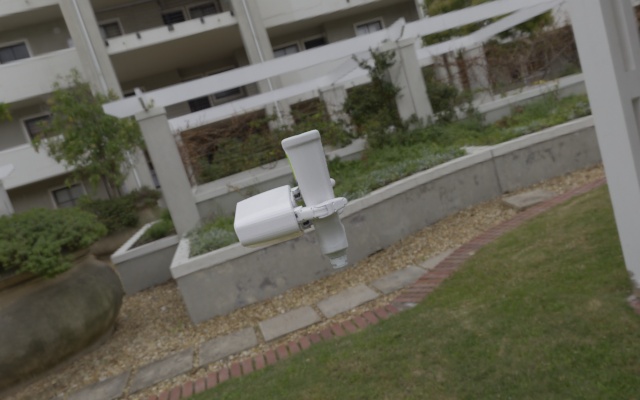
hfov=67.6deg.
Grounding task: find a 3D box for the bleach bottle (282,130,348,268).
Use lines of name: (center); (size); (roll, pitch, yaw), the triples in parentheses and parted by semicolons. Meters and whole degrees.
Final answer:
bleach bottle: (0.000, 0.003, 0.857); (0.068, 0.251, 0.102); (-17, 8, 1)
